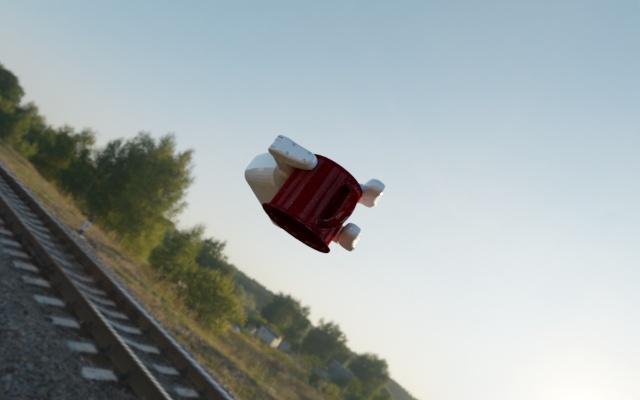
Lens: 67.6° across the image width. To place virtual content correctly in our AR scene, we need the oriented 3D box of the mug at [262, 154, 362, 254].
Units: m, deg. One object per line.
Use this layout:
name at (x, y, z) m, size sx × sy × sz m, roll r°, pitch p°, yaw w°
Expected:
mug at (0.001, 0.002, 0.534) m, size 0.093 × 0.081 × 0.117 m, roll 43°, pitch -17°, yaw -25°
